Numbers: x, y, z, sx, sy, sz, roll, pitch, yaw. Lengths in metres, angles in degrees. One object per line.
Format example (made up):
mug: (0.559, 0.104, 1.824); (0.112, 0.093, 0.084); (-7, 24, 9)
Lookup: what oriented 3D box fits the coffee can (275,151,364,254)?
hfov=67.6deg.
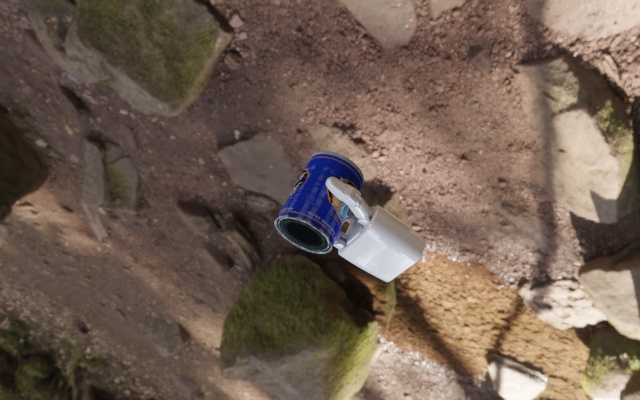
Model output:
coffee can: (0.000, 0.002, 0.797); (0.103, 0.140, 0.103); (21, -29, 12)
